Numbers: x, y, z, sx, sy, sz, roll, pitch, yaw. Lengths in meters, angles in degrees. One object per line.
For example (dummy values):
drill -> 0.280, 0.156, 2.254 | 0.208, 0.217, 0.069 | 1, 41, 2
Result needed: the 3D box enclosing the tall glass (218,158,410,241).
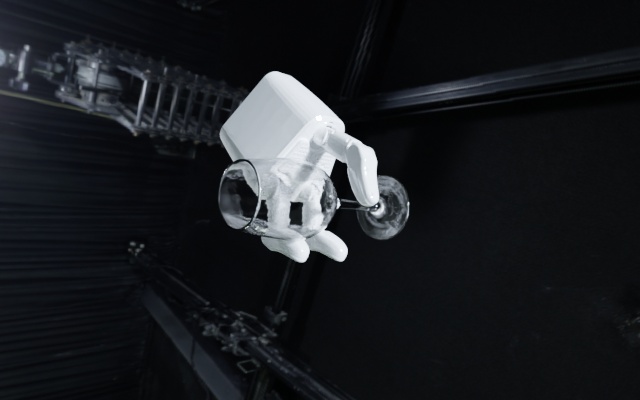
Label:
tall glass -> 0.001, 0.002, 0.475 | 0.079, 0.079, 0.201 | 0, -4, 45
